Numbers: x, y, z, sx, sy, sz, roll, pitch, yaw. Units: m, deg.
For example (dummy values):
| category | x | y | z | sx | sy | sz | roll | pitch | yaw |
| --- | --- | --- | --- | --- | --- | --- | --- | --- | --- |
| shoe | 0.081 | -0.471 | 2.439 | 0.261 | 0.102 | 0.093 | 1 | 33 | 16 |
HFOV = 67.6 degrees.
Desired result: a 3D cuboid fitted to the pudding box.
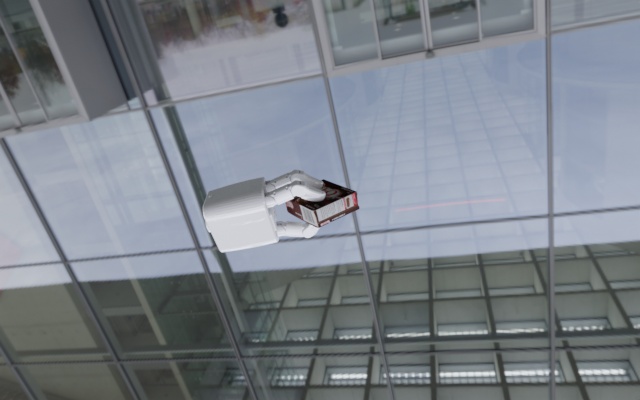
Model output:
| category | x | y | z | sx | sy | sz | roll | pitch | yaw |
| --- | --- | --- | --- | --- | --- | --- | --- | --- | --- |
| pudding box | 0.000 | 0.003 | 0.840 | 0.090 | 0.039 | 0.113 | -25 | 27 | -24 |
